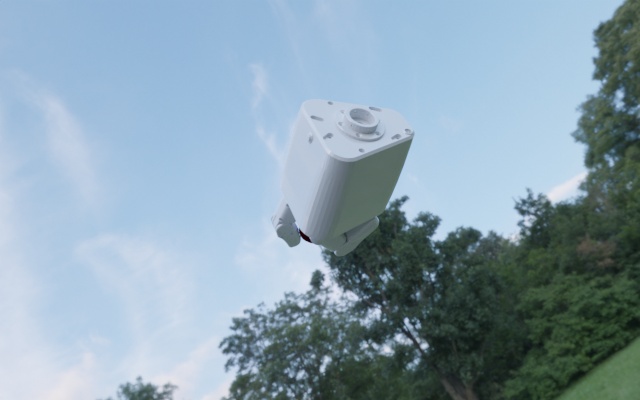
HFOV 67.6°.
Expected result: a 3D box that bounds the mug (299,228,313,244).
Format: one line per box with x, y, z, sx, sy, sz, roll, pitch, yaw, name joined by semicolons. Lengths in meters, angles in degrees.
0.000;0.003;0.601;0.093;0.081;0.117;-7;-41;-26;mug
